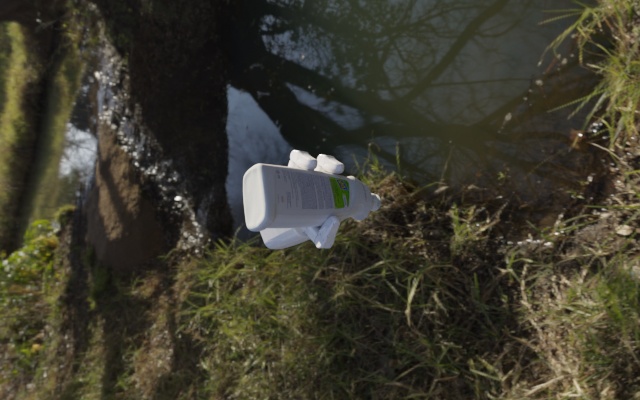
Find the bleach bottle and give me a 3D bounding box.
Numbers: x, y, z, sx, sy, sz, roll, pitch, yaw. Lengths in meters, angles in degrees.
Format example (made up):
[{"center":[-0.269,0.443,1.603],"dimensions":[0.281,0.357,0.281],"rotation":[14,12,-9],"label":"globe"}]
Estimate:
[{"center":[0.000,0.002,0.780],"dimensions":[0.251,0.102,0.068],"rotation":[5,-21,-37],"label":"bleach bottle"}]
